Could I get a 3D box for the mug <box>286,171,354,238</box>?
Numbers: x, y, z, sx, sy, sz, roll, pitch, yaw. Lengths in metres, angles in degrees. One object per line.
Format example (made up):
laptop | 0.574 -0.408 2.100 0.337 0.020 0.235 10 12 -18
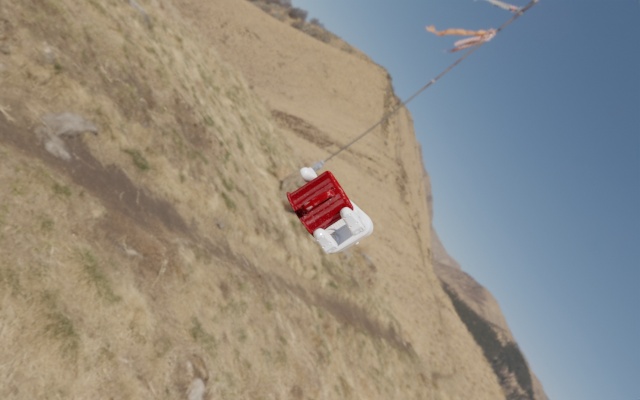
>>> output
mug | 0.000 0.002 0.786 0.081 0.093 0.117 -33 -9 6
